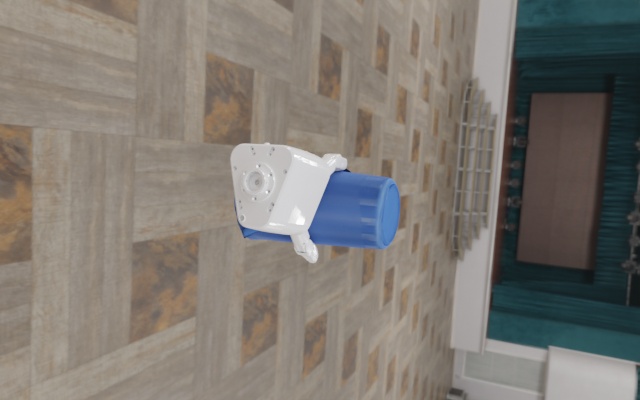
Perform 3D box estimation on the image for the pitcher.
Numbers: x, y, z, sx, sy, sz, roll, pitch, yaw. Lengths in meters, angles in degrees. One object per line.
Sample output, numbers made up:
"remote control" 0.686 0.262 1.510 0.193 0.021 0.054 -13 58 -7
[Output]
"pitcher" 0.000 0.003 0.763 0.243 0.149 0.145 6 -5 24
